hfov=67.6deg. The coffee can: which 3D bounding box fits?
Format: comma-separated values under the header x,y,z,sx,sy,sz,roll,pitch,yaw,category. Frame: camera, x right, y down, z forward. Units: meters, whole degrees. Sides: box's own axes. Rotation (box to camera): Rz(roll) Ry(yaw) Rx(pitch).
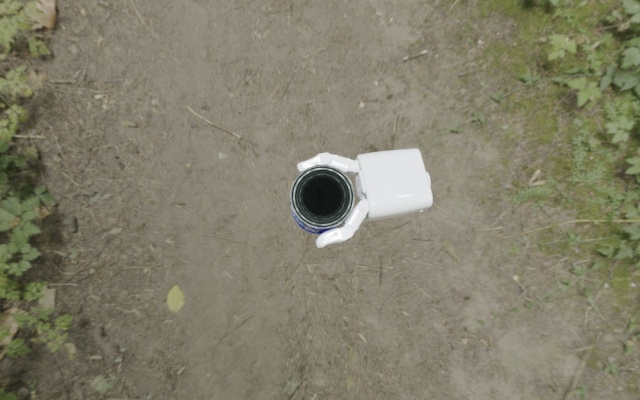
x,y,z,sx,sy,sz,roll,pitch,yaw,category
0.000,0.003,0.811,0.103,0.103,0.140,0,-7,-2,coffee can
